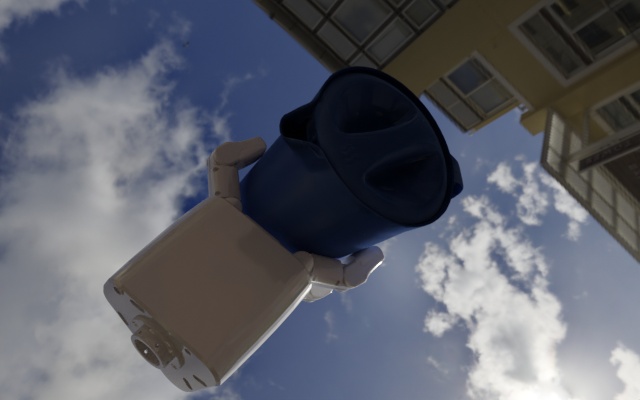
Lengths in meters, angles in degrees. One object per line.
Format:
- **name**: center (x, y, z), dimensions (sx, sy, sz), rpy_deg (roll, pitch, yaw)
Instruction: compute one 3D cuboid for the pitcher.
- **pitcher**: center (0.000, 0.002, 0.446), dimensions (0.243, 0.149, 0.145), rpy_deg (-34, 9, 49)
